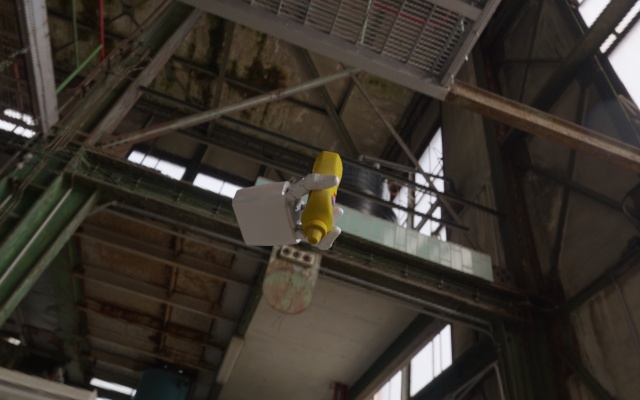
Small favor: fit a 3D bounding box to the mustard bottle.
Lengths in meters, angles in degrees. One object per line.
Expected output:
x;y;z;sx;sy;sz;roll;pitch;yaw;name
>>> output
0.001;0.003;0.876;0.058;0.191;0.096;12;-45;1;mustard bottle
